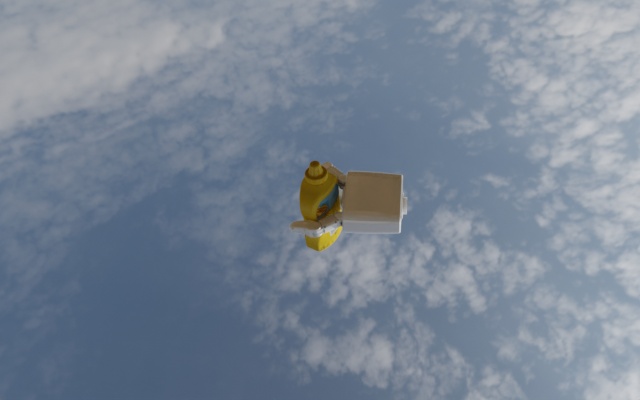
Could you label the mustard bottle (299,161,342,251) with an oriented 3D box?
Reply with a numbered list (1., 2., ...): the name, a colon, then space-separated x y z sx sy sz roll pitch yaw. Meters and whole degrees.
1. mustard bottle: 0.000 0.003 0.897 0.058 0.192 0.096 22 53 26
